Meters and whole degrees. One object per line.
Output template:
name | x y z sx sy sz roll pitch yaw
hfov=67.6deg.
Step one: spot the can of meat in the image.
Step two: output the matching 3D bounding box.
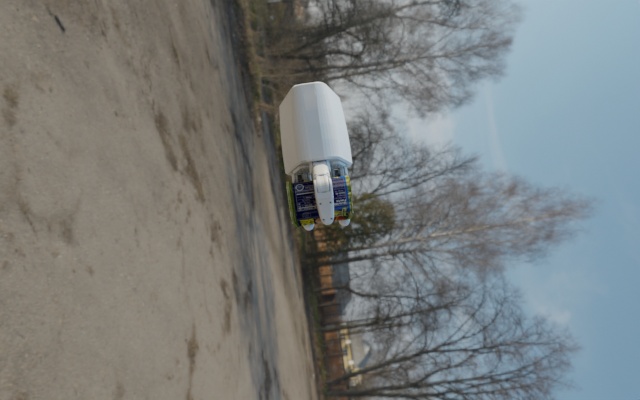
can of meat | 0.000 0.002 0.664 0.084 0.057 0.102 -8 -9 -1
